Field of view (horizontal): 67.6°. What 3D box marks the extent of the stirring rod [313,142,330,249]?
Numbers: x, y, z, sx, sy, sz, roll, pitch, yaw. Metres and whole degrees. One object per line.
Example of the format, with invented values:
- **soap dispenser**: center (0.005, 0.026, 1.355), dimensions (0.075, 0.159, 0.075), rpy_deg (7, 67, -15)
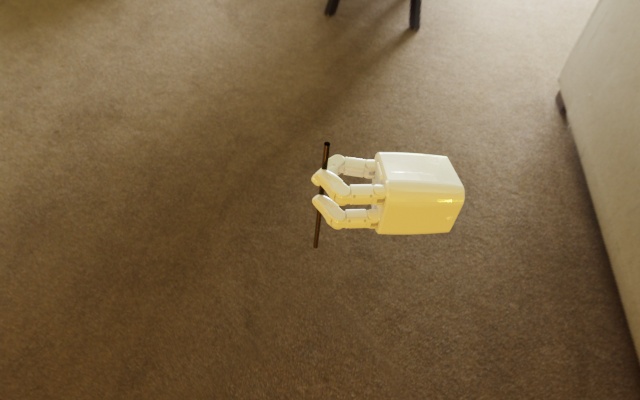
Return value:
- **stirring rod**: center (0.000, 0.002, 0.705), dimensions (0.011, 0.011, 0.240), rpy_deg (0, -38, -5)
